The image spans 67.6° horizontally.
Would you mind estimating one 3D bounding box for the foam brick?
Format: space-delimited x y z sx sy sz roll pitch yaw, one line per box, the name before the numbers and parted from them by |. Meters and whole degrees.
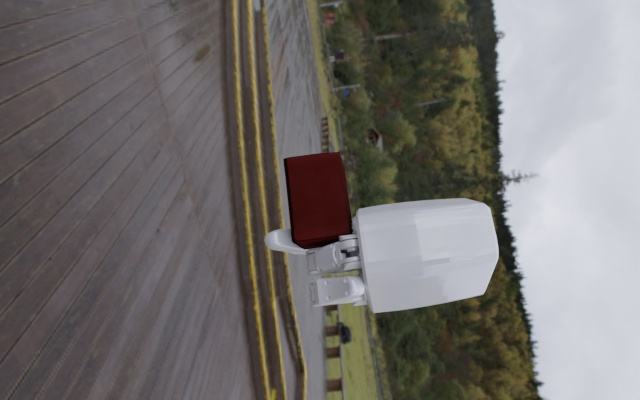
foam brick | 0.000 0.001 0.436 0.051 0.078 0.053 -9 -14 8
